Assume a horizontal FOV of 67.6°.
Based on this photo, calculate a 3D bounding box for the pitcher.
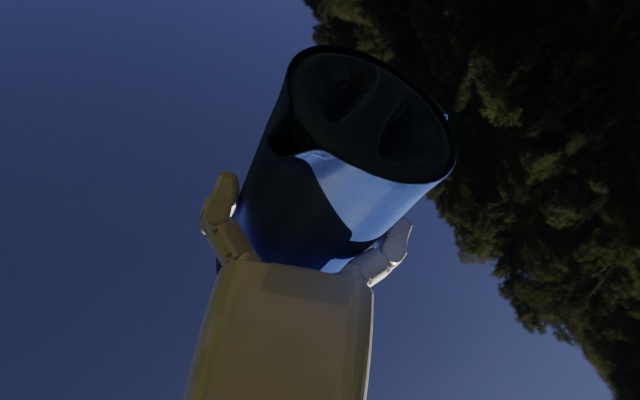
[{"bbox_3d":[0.000,0.001,0.415,0.149,0.145,0.243,21,-43,-14],"label":"pitcher"}]
